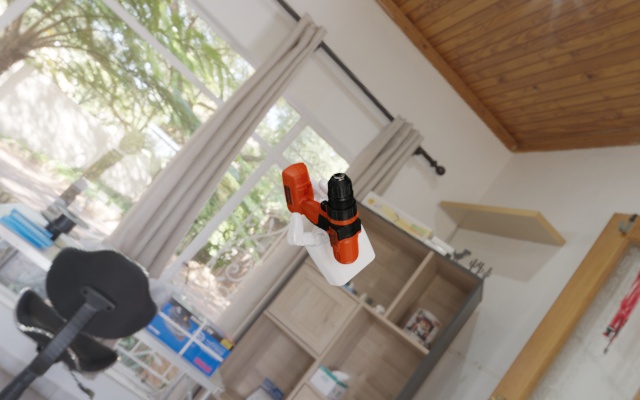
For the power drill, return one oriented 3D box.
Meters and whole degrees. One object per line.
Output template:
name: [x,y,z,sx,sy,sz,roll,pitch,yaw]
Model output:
power drill: [0.000,0.003,0.851,0.057,0.185,0.187,-23,39,-23]
